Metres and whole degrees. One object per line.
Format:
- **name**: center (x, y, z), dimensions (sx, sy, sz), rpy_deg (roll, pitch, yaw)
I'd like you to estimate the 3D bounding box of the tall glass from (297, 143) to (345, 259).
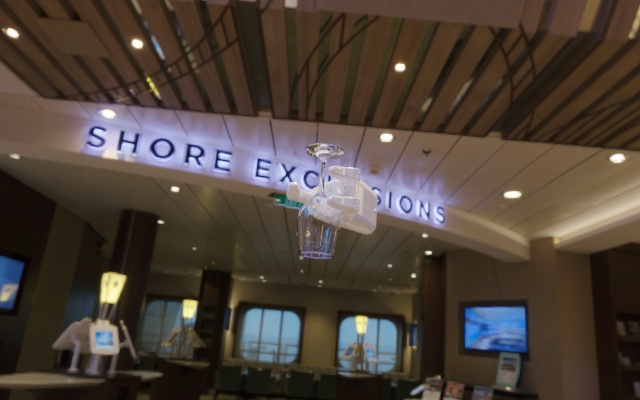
- **tall glass**: center (0.000, 0.002, 0.869), dimensions (0.079, 0.201, 0.079), rpy_deg (5, -16, 1)
